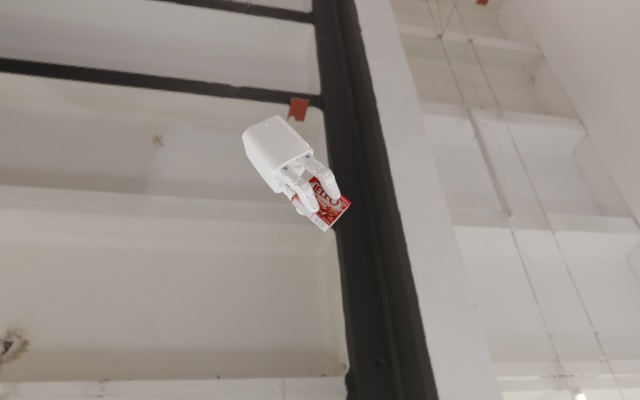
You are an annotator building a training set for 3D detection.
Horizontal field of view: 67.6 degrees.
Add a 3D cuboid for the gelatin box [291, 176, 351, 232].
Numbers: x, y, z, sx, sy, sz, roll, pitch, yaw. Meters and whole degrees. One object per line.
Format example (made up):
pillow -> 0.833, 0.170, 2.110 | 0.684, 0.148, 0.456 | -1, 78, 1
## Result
gelatin box -> 0.000, 0.003, 0.894 | 0.073, 0.089, 0.030 | -46, -6, -34
